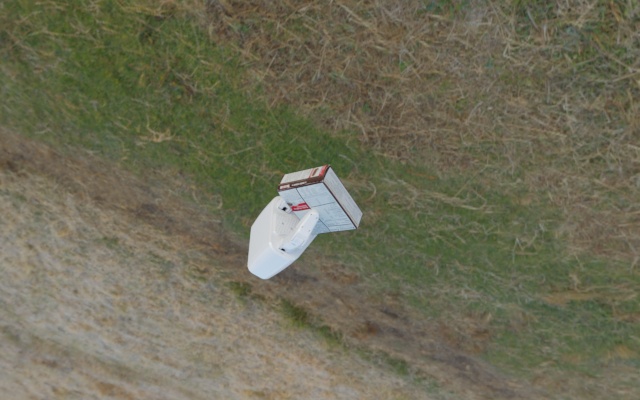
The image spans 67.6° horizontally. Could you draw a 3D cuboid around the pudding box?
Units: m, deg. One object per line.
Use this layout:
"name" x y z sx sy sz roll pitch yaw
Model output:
"pudding box" 0.000 0.003 0.737 0.090 0.039 0.113 -11 -47 33
